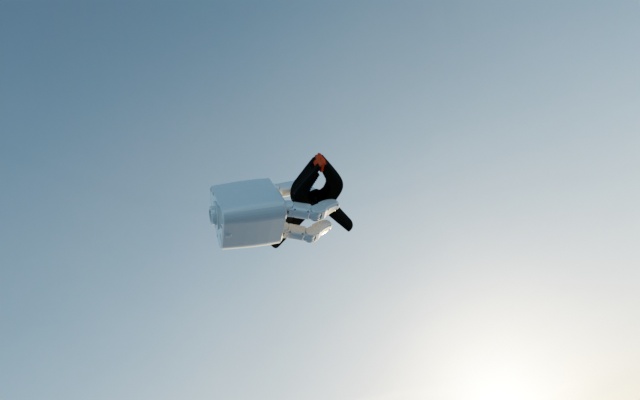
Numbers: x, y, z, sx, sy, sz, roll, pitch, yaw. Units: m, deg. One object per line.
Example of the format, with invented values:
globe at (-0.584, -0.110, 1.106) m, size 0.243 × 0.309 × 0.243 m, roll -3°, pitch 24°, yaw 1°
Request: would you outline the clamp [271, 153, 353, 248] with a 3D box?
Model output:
clamp at (0.000, 0.002, 0.849) m, size 0.164 × 0.036 × 0.210 m, roll -8°, pitch -42°, yaw -22°
